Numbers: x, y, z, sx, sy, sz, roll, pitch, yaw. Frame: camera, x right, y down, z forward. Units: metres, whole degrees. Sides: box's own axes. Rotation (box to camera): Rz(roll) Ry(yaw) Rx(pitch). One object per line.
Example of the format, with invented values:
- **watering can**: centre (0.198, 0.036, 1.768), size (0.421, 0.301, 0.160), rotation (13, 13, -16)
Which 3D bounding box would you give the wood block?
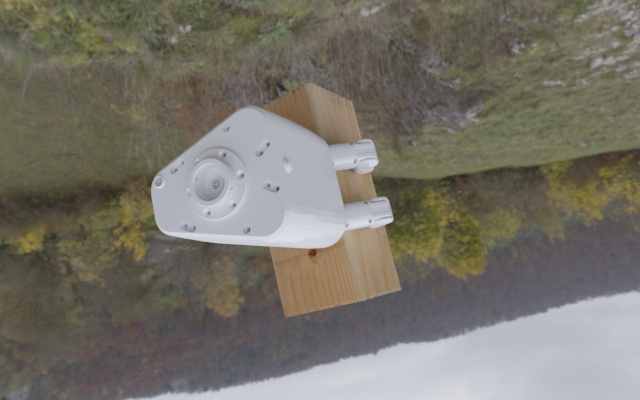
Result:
- **wood block**: centre (0.000, 0.002, 0.484), size (0.091, 0.206, 0.090), rotation (-19, -12, 30)
